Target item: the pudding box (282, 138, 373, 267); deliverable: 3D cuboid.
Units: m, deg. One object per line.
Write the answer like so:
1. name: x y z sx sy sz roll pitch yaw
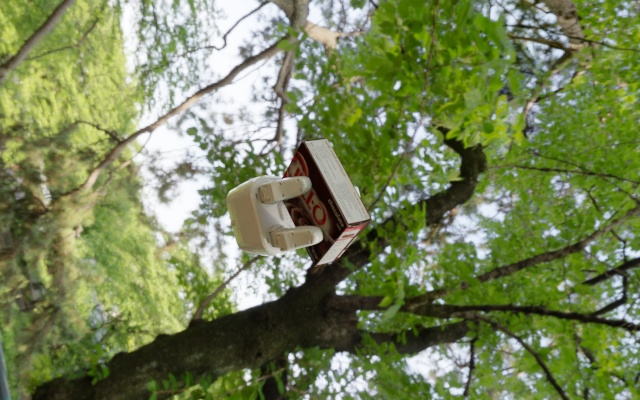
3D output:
1. pudding box: 0.000 0.002 0.526 0.039 0.113 0.090 -15 -26 -33
